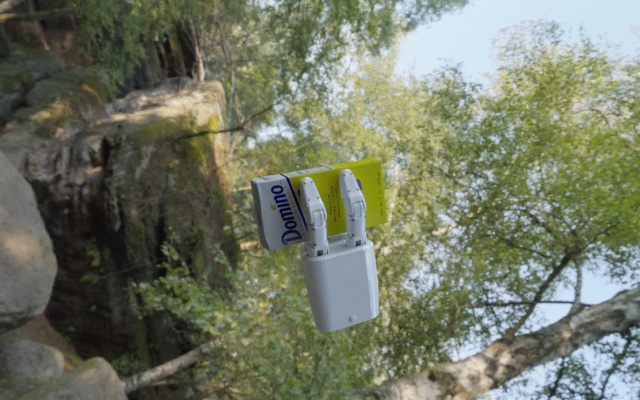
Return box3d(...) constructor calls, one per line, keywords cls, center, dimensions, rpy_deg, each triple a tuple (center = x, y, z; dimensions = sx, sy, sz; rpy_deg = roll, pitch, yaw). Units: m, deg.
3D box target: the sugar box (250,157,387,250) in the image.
box3d(cls="sugar box", center=(0.000, 0.002, 0.648), dimensions=(0.176, 0.093, 0.048), rpy_deg=(-13, 14, -19))
